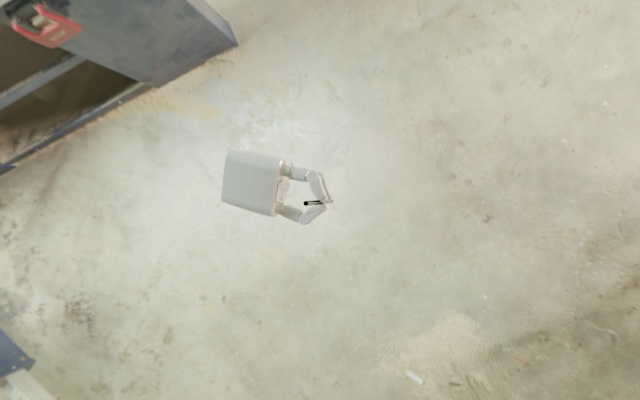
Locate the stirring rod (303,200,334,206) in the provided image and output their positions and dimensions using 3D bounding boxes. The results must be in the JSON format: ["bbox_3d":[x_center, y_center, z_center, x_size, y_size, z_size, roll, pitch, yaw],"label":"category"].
[{"bbox_3d":[0.000,0.003,0.851,0.011,0.011,0.239,0,1,11],"label":"stirring rod"}]
